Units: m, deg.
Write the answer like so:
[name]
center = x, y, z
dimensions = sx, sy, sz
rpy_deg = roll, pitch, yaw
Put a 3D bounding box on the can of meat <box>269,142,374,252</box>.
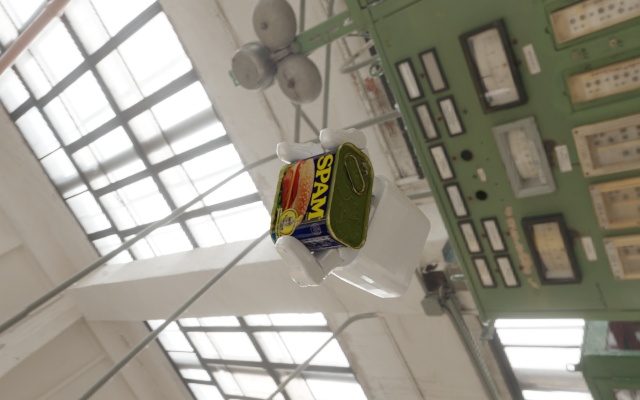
[can of meat]
center = 0.000, 0.002, 0.478
dimensions = 0.084, 0.102, 0.057
rpy_deg = -13, -33, 39
